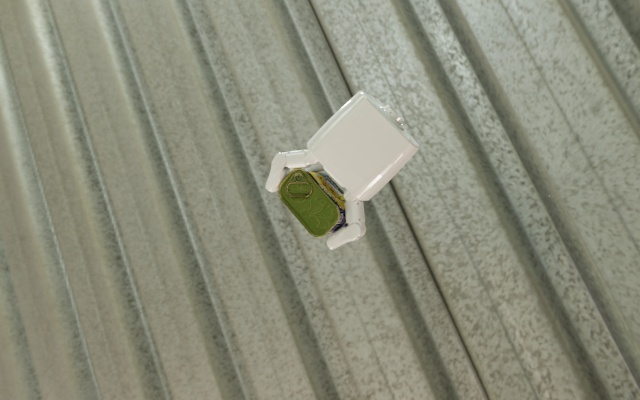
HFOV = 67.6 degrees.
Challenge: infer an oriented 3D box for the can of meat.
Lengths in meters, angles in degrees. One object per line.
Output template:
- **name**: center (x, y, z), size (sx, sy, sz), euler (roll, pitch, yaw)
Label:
- **can of meat**: center (0.000, 0.002, 0.701), size (0.057, 0.102, 0.084), euler (-48, -18, 19)
